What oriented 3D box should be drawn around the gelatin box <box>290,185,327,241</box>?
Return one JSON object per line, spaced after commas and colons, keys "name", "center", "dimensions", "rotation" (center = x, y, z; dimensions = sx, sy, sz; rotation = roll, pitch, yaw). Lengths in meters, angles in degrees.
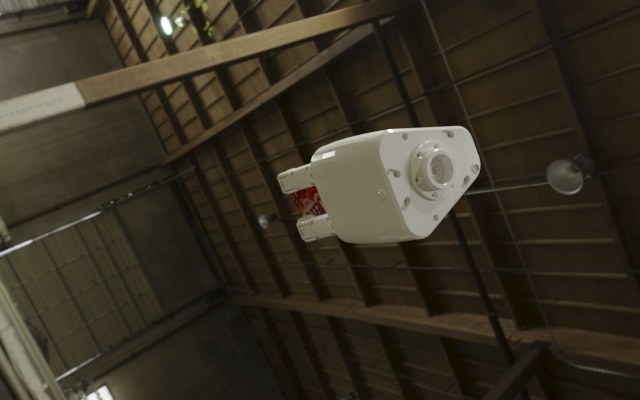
{"name": "gelatin box", "center": [0.000, 0.002, 0.543], "dimensions": [0.030, 0.073, 0.089], "rotation": [-27, -4, -24]}
